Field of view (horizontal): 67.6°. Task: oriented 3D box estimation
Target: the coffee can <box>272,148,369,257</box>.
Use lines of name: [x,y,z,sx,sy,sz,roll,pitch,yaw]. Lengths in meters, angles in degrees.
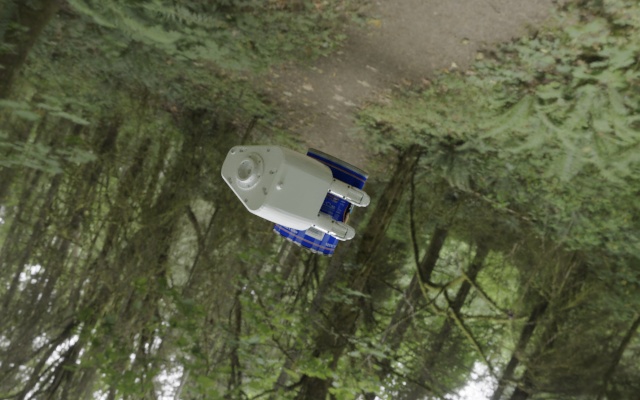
coffee can: [0.000,0.002,0.744,0.103,0.140,0.103,24,2,-1]
